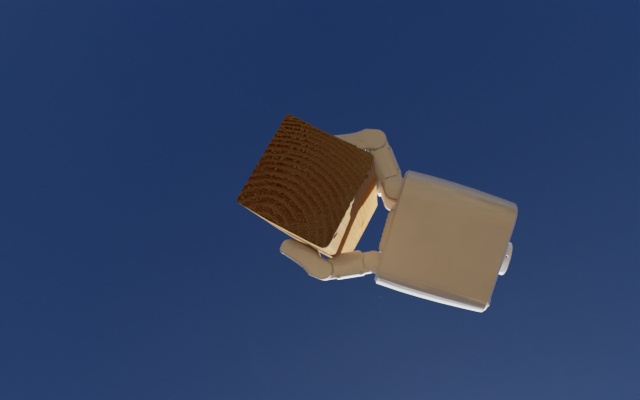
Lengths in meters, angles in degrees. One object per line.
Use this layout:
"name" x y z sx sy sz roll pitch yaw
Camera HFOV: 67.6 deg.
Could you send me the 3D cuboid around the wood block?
"wood block" 0.000 0.002 0.497 0.090 0.091 0.206 27 -7 12
